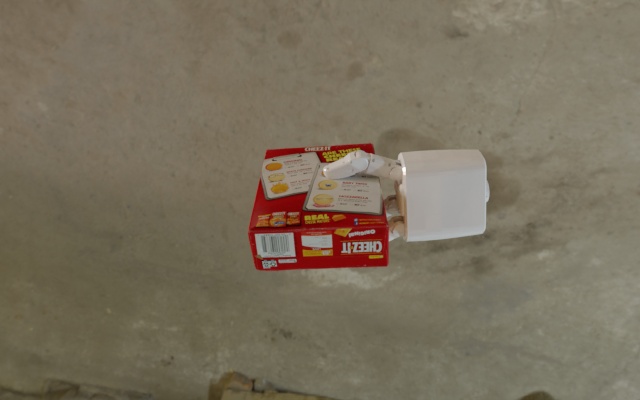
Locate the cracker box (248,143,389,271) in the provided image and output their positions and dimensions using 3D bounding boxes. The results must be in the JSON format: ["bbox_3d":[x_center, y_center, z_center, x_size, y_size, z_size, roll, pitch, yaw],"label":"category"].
[{"bbox_3d":[0.000,0.002,0.645,0.164,0.072,0.213,-3,32,2],"label":"cracker box"}]
